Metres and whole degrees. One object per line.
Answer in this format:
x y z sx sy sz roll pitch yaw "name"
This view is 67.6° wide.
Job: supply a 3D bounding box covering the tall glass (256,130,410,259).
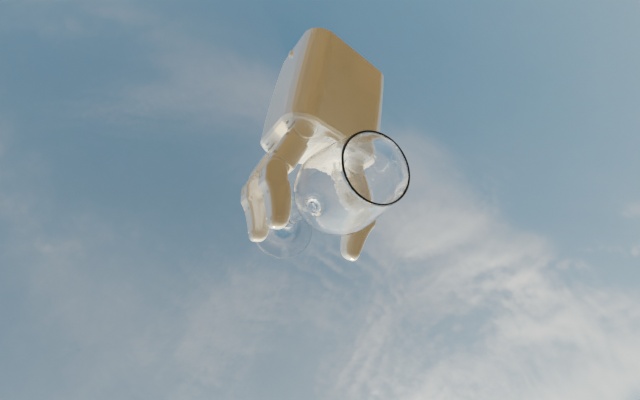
0.000 0.002 0.449 0.079 0.079 0.201 0 -15 -27 "tall glass"
